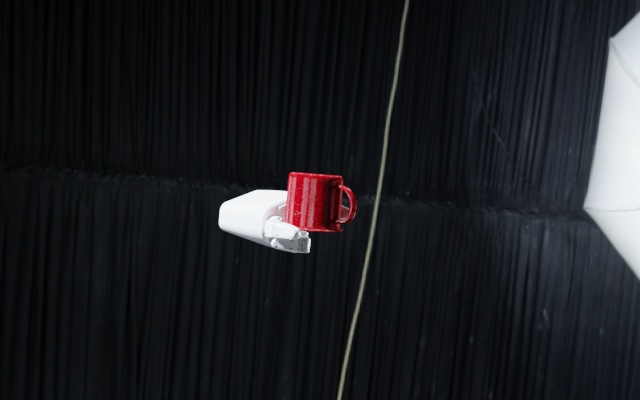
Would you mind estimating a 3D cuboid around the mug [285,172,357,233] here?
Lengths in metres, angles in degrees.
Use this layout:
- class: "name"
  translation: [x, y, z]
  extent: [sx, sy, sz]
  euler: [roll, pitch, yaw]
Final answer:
- class: "mug"
  translation: [0.001, 0.002, 0.705]
  extent: [0.117, 0.081, 0.093]
  euler: [7, 4, 36]
